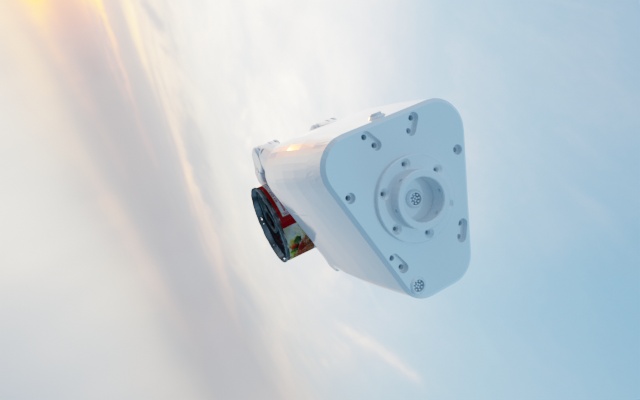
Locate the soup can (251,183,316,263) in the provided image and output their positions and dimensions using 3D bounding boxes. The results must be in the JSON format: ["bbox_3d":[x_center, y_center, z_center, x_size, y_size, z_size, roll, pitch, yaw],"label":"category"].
[{"bbox_3d":[0.000,0.001,0.414,0.102,0.068,0.068,-24,8,-17],"label":"soup can"}]
